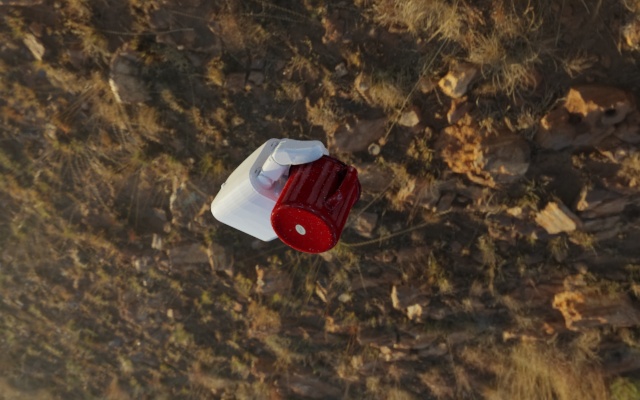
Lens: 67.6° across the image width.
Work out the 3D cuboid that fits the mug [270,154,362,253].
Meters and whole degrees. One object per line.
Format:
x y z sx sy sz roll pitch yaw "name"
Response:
0.001 0.001 0.543 0.093 0.081 0.117 41 -45 -17 "mug"
